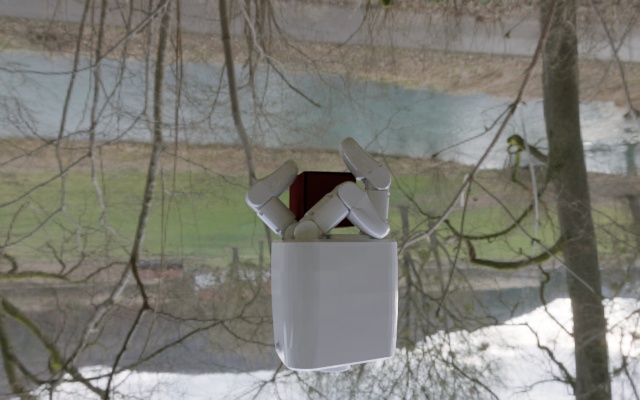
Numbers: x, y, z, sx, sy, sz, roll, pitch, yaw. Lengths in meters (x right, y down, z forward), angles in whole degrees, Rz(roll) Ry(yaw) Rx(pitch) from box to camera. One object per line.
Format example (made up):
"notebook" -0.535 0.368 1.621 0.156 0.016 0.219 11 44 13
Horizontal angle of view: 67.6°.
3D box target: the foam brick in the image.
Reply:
"foam brick" 0.000 0.002 0.478 0.053 0.051 0.078 1 -5 -13
